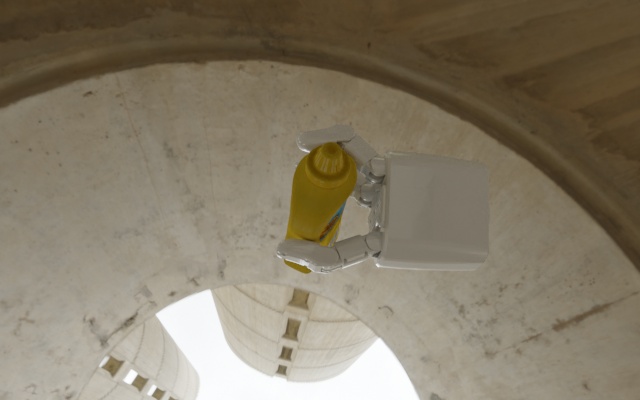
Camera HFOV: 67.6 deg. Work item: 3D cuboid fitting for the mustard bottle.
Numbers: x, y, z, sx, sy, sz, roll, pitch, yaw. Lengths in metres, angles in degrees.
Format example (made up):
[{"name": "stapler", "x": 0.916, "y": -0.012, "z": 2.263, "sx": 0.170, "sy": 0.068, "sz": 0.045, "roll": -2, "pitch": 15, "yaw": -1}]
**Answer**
[{"name": "mustard bottle", "x": 0.000, "y": 0.002, "z": 0.493, "sx": 0.058, "sy": 0.096, "sz": 0.192, "roll": 26, "pitch": -28, "yaw": 7}]
